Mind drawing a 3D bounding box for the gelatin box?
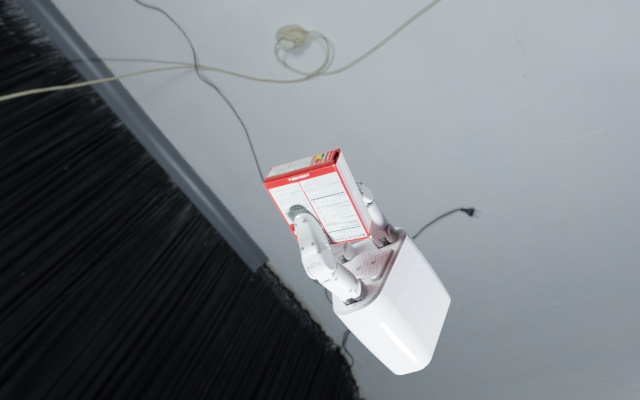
[{"bbox_3d":[0.000,0.001,0.448,0.073,0.089,0.030,-13,34,24],"label":"gelatin box"}]
